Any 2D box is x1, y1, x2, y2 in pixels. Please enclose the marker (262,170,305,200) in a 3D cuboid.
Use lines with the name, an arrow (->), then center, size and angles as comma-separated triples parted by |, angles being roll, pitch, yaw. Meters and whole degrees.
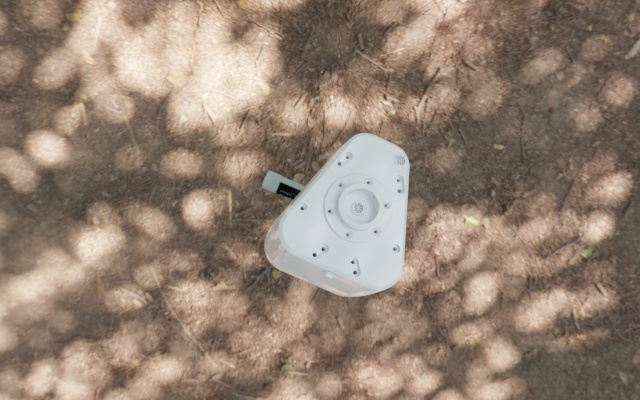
marker -> 0.000, 0.002, 0.481 | 0.121, 0.020, 0.020 | 23, -2, -4
